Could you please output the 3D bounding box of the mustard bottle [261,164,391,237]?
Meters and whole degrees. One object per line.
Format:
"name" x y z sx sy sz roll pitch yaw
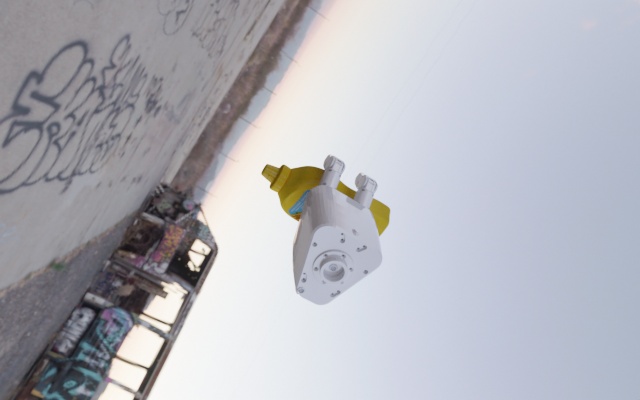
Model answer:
"mustard bottle" 0.000 0.002 0.696 0.192 0.058 0.096 30 -45 -15
